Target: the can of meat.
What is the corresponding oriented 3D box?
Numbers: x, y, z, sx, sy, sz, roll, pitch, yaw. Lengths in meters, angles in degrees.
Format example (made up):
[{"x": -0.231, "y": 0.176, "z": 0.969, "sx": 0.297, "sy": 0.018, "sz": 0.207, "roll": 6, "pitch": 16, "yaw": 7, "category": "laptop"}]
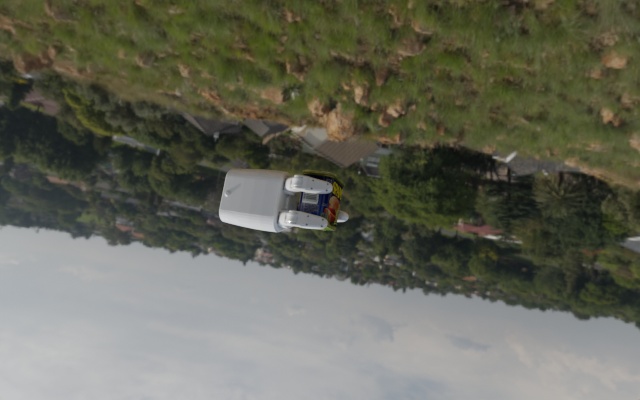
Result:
[{"x": 0.000, "y": 0.003, "z": 0.785, "sx": 0.057, "sy": 0.084, "sz": 0.102, "roll": 8, "pitch": -8, "yaw": 15, "category": "can of meat"}]
